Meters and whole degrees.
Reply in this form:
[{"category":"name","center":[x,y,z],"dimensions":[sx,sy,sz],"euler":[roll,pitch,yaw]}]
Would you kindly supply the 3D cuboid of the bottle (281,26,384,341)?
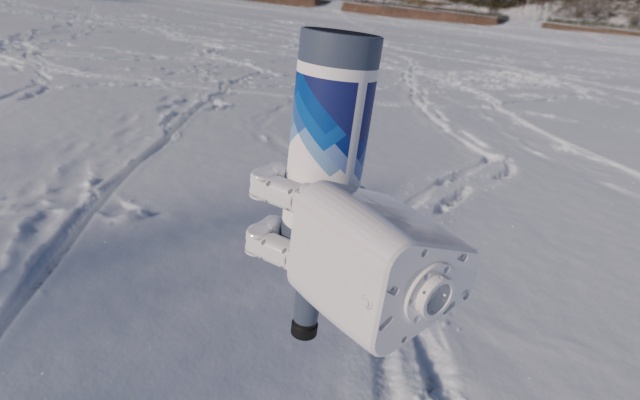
[{"category":"bottle","center":[0.000,0.001,0.434],"dimensions":[0.069,0.296,0.069],"euler":[6,23,-3]}]
